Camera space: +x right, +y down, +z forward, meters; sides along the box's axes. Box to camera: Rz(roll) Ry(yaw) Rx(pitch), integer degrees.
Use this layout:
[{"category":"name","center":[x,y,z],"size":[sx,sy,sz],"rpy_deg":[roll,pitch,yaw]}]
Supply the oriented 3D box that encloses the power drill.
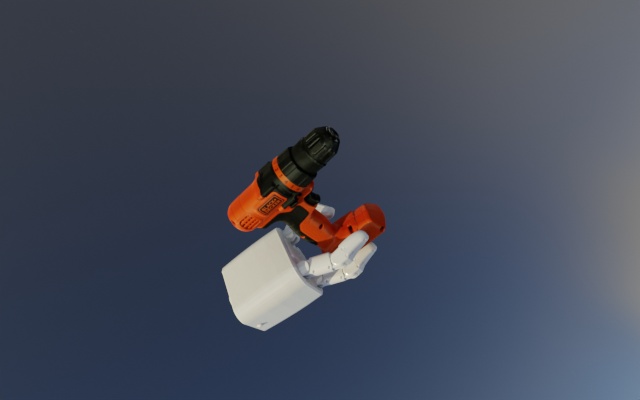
[{"category":"power drill","center":[0.000,0.002,0.634],"size":[0.184,0.057,0.188],"rpy_deg":[-39,-52,26]}]
